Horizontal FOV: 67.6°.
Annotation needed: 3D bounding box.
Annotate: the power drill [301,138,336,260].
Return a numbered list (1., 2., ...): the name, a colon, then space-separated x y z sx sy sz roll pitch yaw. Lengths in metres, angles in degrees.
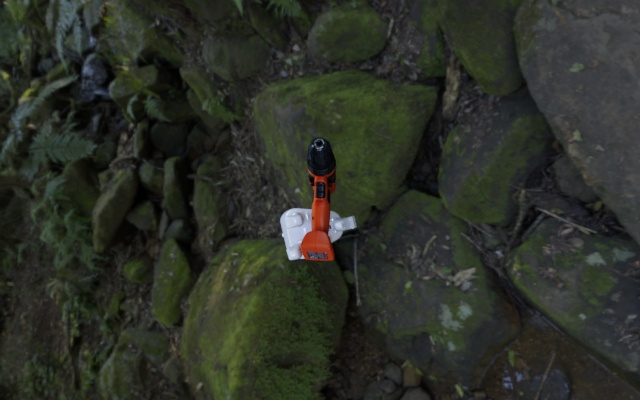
1. power drill: 0.000 0.003 0.848 0.057 0.187 0.184 2 -21 7
